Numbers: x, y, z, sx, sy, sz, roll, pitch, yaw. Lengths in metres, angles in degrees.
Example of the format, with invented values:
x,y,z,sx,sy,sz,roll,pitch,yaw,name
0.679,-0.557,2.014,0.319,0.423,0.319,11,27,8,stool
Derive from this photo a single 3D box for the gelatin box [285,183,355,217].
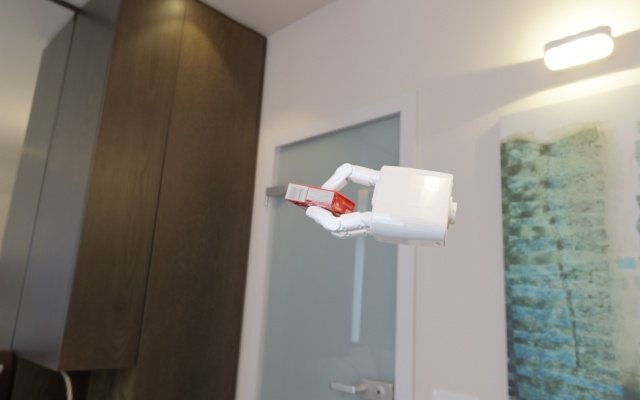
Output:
x,y,z,sx,sy,sz,roll,pitch,yaw,name
0.000,0.002,0.751,0.089,0.030,0.073,11,-11,30,gelatin box
